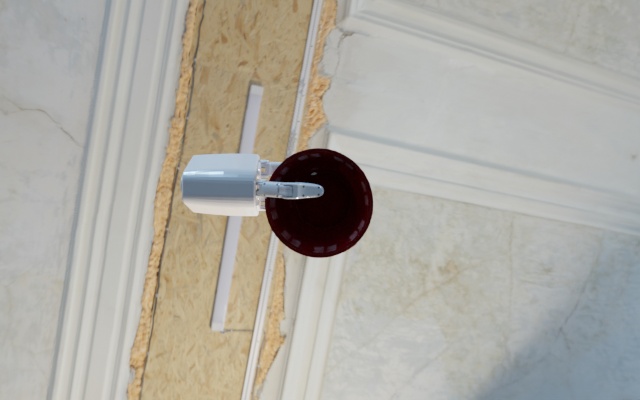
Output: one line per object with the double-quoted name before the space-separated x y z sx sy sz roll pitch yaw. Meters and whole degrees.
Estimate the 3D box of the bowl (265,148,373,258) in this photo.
"bowl" 0.001 0.003 0.723 0.162 0.162 0.055 0 5 8
